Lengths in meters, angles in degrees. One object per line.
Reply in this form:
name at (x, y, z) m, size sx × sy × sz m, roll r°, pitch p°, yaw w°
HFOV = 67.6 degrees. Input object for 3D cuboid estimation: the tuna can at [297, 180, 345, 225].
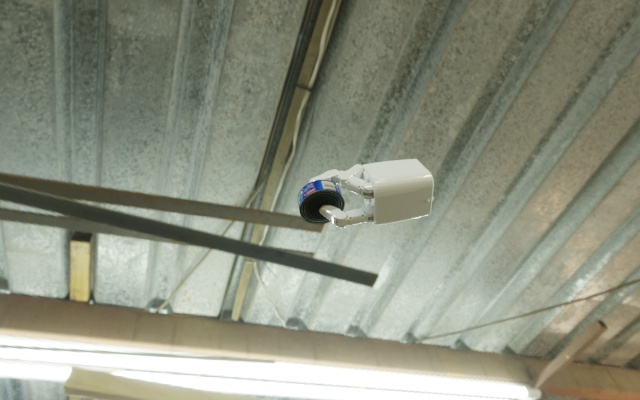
tuna can at (0.000, 0.003, 0.891) m, size 0.086 × 0.086 × 0.033 m, roll 0°, pitch 41°, yaw -15°
